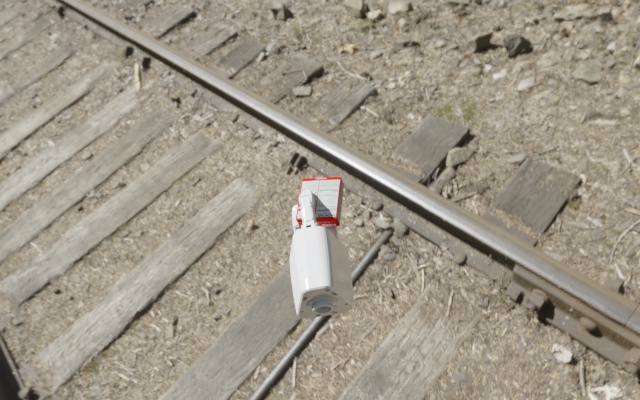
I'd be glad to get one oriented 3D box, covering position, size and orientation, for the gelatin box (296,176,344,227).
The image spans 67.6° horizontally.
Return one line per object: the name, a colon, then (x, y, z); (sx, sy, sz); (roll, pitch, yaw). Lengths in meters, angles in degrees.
gelatin box: (0.000, 0.002, 0.830); (0.073, 0.089, 0.030); (-3, -33, 15)
